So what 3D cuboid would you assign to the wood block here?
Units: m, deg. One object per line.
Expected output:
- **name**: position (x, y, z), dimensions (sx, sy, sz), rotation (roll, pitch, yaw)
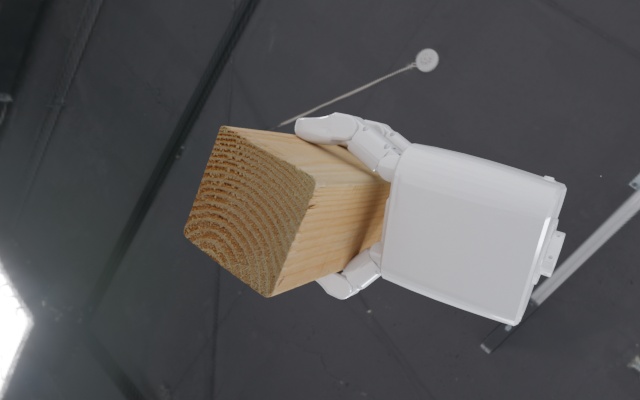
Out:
- **wood block**: position (0.000, 0.002, 0.408), dimensions (0.090, 0.091, 0.206), rotation (31, 17, 25)
